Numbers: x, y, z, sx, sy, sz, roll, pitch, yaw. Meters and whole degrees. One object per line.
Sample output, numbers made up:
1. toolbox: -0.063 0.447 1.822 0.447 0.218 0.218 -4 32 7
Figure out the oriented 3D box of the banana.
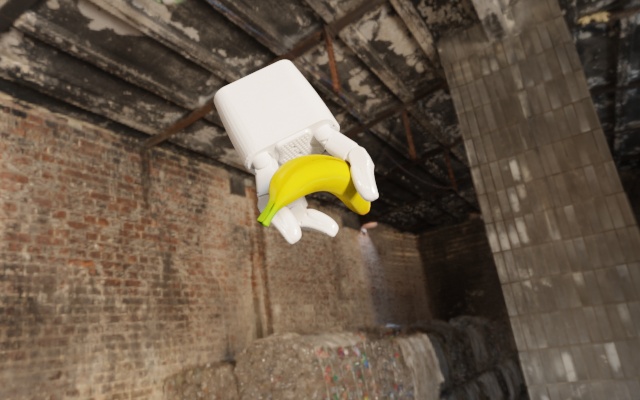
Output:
1. banana: 0.005 -0.015 0.511 0.037 0.070 0.198 34 20 31
